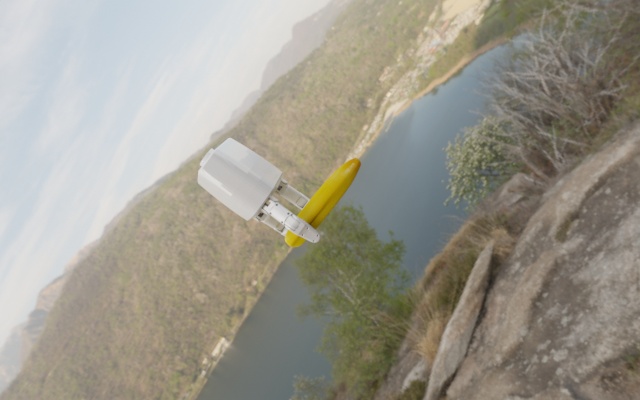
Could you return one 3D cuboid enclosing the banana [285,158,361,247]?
[{"bbox_3d":[-0.006,0.013,0.758,0.037,0.198,0.069,36,27,-5],"label":"banana"}]
